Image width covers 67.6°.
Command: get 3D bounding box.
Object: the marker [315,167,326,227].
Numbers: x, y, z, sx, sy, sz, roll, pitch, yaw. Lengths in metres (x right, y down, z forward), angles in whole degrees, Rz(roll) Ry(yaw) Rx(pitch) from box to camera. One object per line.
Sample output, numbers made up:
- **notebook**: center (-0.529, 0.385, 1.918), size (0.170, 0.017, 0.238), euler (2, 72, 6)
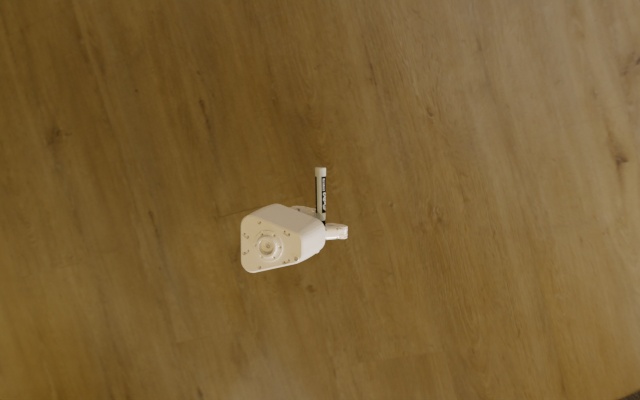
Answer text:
- **marker**: center (0.000, 0.003, 0.834), size (0.020, 0.121, 0.020), euler (0, 8, 0)
